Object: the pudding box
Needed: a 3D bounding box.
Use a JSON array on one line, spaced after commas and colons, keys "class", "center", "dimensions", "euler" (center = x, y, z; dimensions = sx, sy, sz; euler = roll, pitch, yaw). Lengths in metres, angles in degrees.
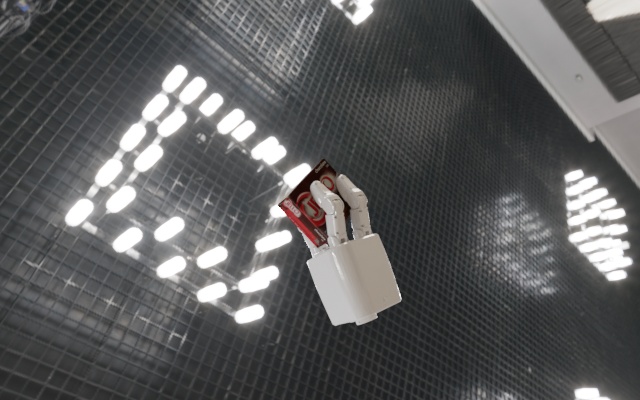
[{"class": "pudding box", "center": [0.000, 0.002, 0.719], "dimensions": [0.039, 0.090, 0.113], "euler": [-35, 11, 43]}]
